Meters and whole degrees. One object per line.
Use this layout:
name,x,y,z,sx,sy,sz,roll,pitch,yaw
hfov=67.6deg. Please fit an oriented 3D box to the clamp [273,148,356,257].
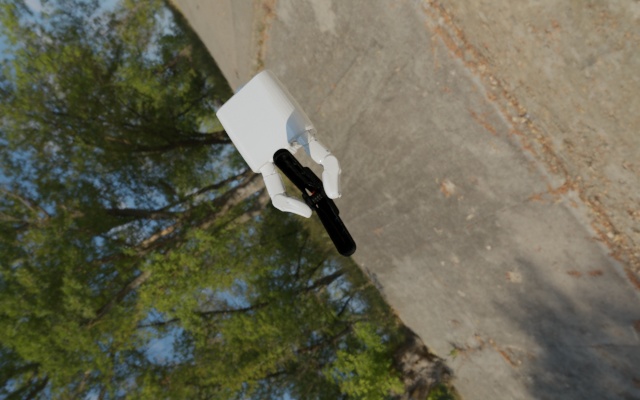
clamp,-0.001,0.003,0.696,0.036,0.164,0.210,-34,-2,5
